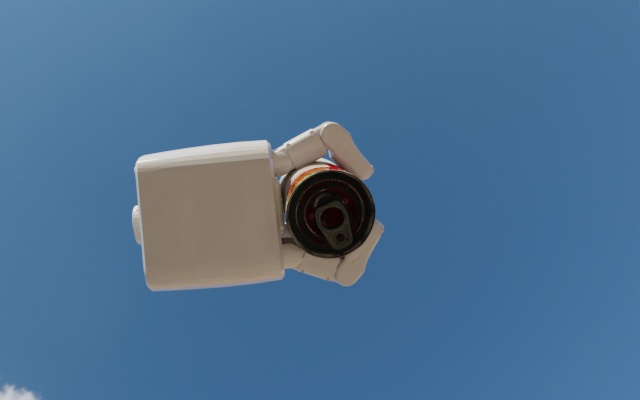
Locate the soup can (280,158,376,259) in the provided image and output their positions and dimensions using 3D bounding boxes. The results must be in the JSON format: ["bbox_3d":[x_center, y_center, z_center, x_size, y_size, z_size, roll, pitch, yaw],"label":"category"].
[{"bbox_3d":[0.001,0.001,0.402,0.068,0.068,0.102,0,11,-9],"label":"soup can"}]
